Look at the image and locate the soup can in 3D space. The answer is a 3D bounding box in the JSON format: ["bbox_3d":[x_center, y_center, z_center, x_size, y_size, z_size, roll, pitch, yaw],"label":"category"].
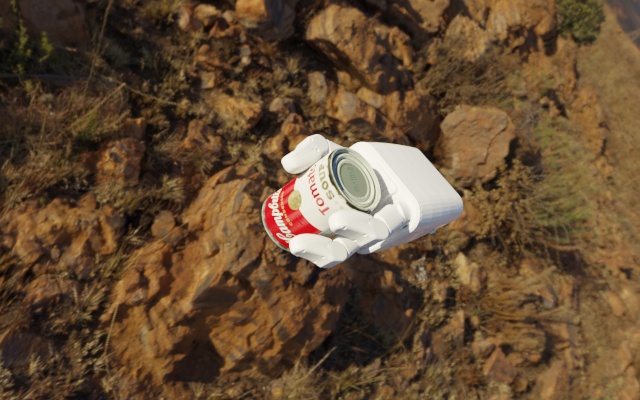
[{"bbox_3d":[0.000,0.001,0.463,0.068,0.068,0.102,0,-25,-46],"label":"soup can"}]
